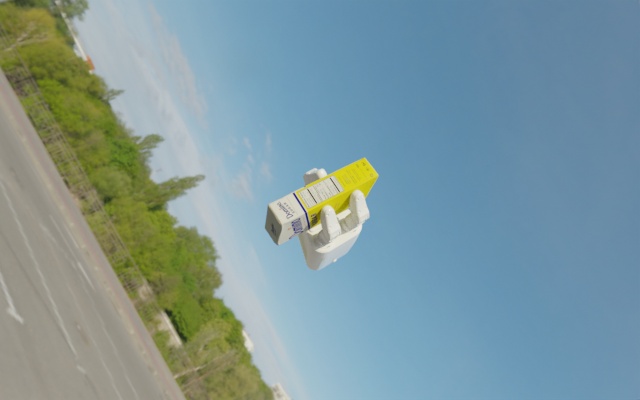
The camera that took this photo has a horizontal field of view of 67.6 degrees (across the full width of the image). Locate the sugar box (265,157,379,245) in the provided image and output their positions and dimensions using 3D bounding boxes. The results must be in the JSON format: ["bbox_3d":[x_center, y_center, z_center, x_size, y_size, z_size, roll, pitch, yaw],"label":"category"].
[{"bbox_3d":[0.000,0.003,0.748,0.176,0.048,0.093,-30,-17,-21],"label":"sugar box"}]
